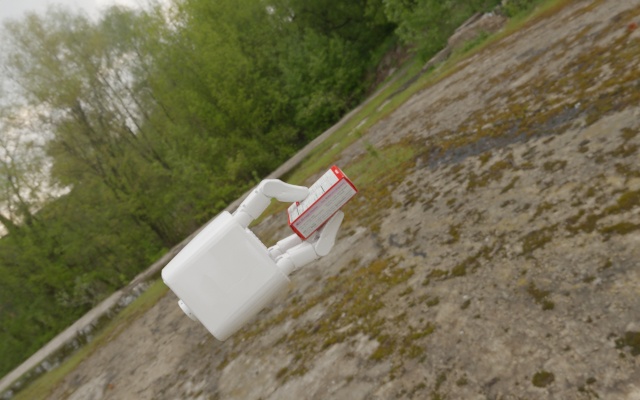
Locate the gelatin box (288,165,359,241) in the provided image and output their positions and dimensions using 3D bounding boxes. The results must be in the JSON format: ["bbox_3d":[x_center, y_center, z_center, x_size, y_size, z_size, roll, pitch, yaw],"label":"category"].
[{"bbox_3d":[0.000,0.001,0.585,0.089,0.030,0.073,-43,14,5],"label":"gelatin box"}]
